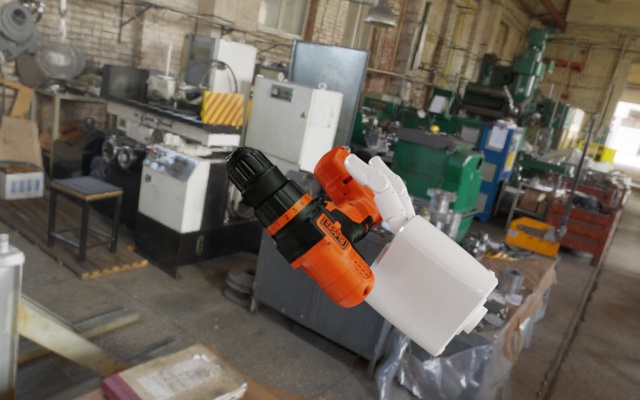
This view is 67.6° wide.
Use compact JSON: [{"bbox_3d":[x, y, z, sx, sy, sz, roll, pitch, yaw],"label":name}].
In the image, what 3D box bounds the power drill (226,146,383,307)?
[{"bbox_3d":[0.000,0.002,0.510,0.057,0.184,0.187,-38,4,29],"label":"power drill"}]
